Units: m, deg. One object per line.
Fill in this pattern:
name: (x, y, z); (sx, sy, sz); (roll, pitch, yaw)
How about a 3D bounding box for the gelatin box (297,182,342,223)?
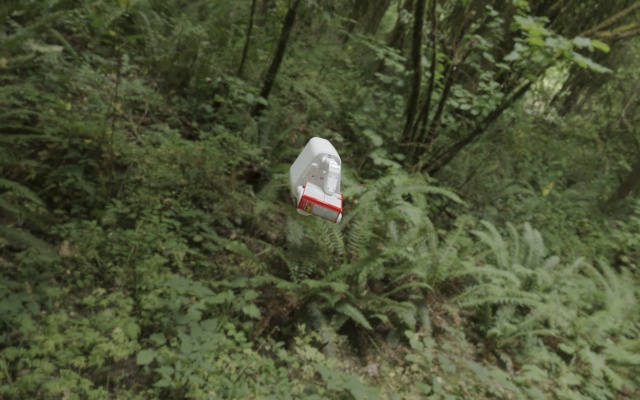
gelatin box: (0.000, 0.003, 0.857); (0.073, 0.030, 0.089); (21, 17, -4)
